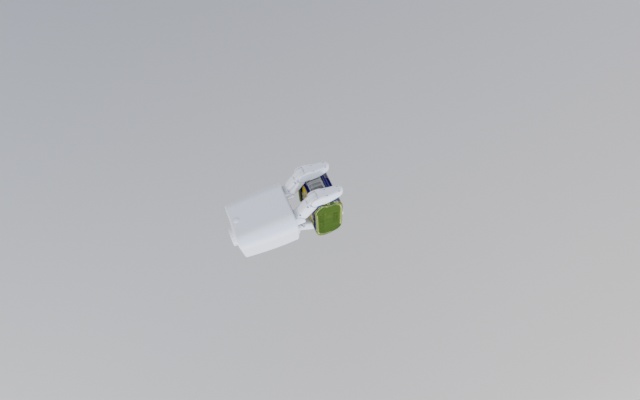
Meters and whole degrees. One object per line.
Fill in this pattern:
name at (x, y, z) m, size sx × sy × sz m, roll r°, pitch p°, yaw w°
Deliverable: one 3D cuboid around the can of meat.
can of meat at (0.000, 0.003, 0.867) m, size 0.057 × 0.084 × 0.102 m, roll -20°, pitch -31°, yaw -10°
